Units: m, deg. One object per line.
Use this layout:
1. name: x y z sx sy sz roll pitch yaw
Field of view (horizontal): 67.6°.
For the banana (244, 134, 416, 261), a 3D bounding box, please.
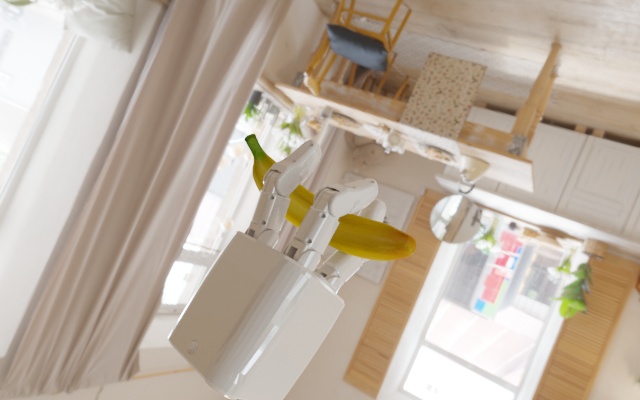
1. banana: -0.001 0.010 0.444 0.197 0.037 0.070 32 -24 24
